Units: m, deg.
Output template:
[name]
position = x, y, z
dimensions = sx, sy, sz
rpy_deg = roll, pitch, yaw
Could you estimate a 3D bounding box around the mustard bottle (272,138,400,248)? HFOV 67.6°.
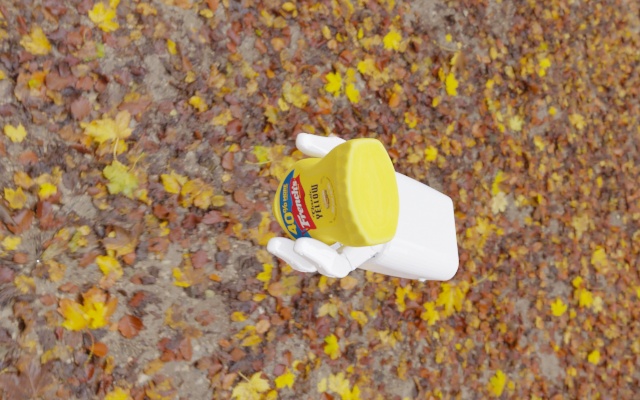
[mustard bottle]
position = 0.000, 0.002, 0.495
dimensions = 0.058, 0.096, 0.191
rpy_deg = -9, -1, -31
